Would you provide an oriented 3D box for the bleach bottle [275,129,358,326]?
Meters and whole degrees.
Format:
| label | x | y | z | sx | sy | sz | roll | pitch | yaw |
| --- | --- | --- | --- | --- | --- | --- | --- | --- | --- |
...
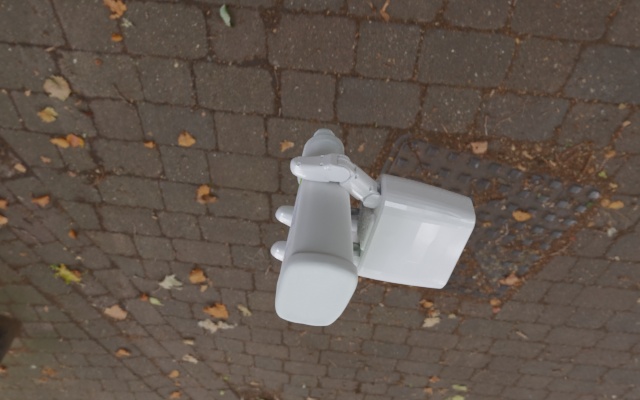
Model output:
| label | x | y | z | sx | sy | sz | roll | pitch | yaw |
| --- | --- | --- | --- | --- | --- | --- | --- | --- | --- |
| bleach bottle | 0.000 | 0.002 | 0.520 | 0.068 | 0.250 | 0.103 | 12 | -45 | -7 |
